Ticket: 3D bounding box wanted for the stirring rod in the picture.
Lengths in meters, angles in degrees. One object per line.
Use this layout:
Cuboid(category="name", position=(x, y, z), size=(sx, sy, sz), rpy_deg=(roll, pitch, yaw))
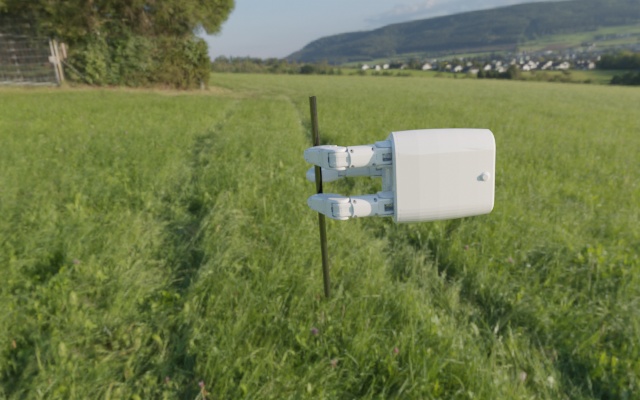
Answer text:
Cuboid(category="stirring rod", position=(0.000, 0.002, 0.554), size=(0.011, 0.239, 0.011), rpy_deg=(-4, 16, 1))
